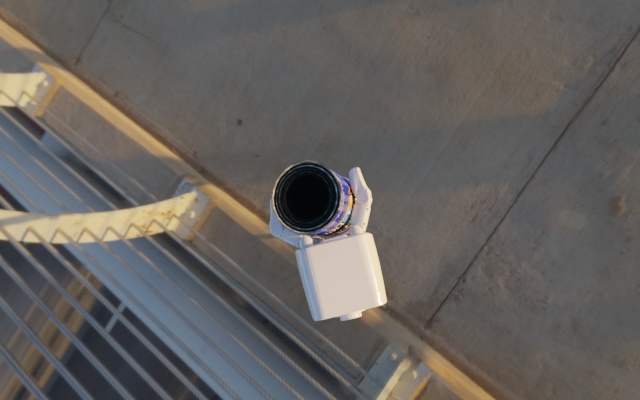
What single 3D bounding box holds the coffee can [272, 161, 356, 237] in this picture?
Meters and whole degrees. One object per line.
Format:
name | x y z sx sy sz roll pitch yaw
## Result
coffee can | 0.000 0.002 0.722 0.103 0.103 0.140 0 -6 17
